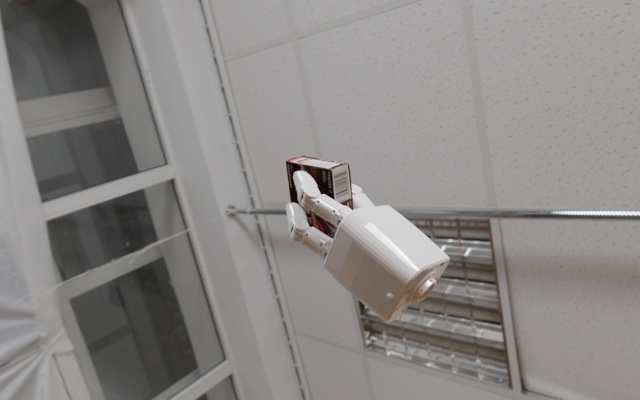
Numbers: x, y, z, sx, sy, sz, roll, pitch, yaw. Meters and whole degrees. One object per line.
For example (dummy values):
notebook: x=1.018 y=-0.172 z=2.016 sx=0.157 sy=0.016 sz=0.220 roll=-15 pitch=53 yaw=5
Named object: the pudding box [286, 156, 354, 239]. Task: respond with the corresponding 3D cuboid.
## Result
pudding box: x=0.000 y=0.002 z=0.633 sx=0.039 sy=0.113 sz=0.090 roll=-20 pitch=23 yaw=-40
